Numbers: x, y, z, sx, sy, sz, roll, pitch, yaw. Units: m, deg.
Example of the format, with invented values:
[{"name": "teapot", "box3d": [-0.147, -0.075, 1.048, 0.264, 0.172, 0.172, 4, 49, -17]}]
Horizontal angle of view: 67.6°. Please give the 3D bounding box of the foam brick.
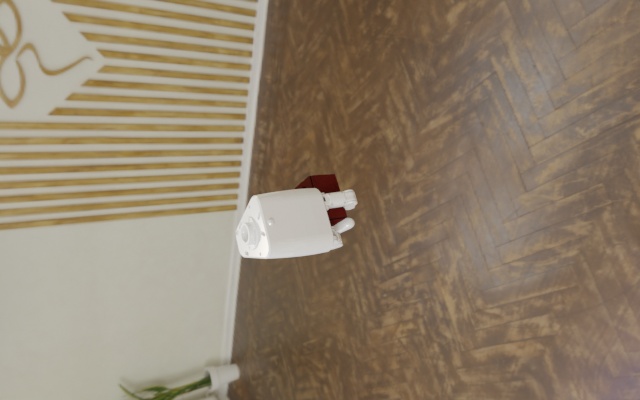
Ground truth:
[{"name": "foam brick", "box3d": [0.000, 0.002, 0.768, 0.051, 0.078, 0.053, -5, -18, -33]}]
